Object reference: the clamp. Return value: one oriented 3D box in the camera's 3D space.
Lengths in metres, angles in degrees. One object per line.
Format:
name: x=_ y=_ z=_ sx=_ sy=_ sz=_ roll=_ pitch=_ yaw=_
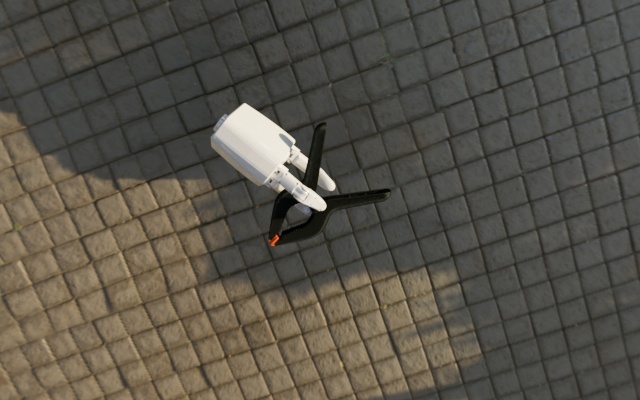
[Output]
clamp: x=0.000 y=0.003 z=0.776 sx=0.164 sy=0.210 sz=0.036 roll=38 pitch=10 yaw=-11
